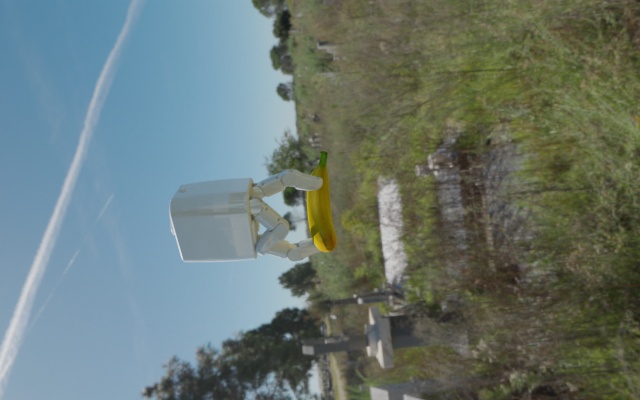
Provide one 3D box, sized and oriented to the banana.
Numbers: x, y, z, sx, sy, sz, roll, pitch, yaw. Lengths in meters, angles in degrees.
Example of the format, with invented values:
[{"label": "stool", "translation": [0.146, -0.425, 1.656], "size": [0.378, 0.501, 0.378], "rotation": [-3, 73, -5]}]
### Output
[{"label": "banana", "translation": [0.000, 0.013, 0.706], "size": [0.037, 0.070, 0.197], "rotation": [-2, 45, -3]}]
